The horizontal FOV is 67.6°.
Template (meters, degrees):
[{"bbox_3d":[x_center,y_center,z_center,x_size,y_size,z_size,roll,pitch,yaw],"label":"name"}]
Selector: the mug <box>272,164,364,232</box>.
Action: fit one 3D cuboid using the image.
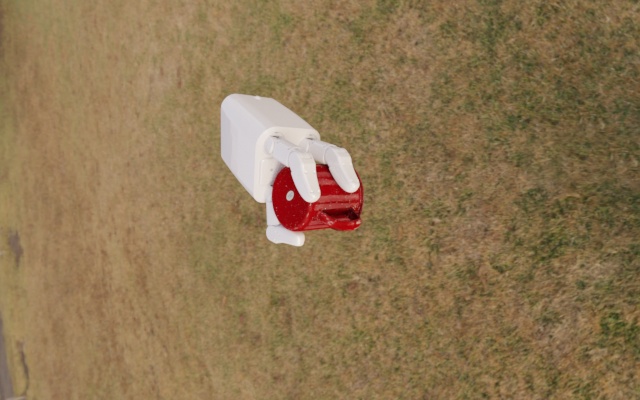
[{"bbox_3d":[0.001,0.003,0.587,0.081,0.093,0.117,-4,36,-42],"label":"mug"}]
